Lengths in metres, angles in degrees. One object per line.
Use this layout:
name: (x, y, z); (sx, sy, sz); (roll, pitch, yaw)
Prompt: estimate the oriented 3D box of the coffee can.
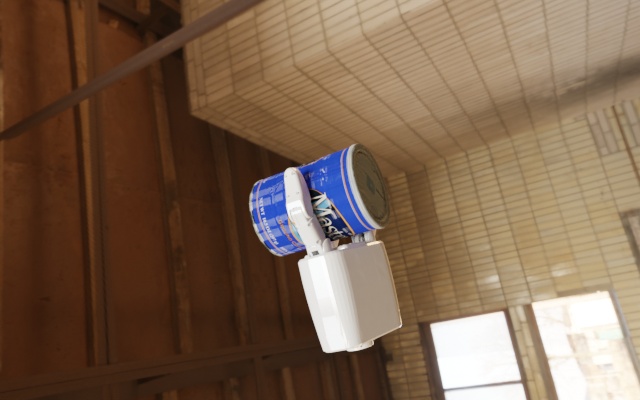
coffee can: (0.000, 0.002, 0.582); (0.140, 0.103, 0.103); (-18, -8, 25)
